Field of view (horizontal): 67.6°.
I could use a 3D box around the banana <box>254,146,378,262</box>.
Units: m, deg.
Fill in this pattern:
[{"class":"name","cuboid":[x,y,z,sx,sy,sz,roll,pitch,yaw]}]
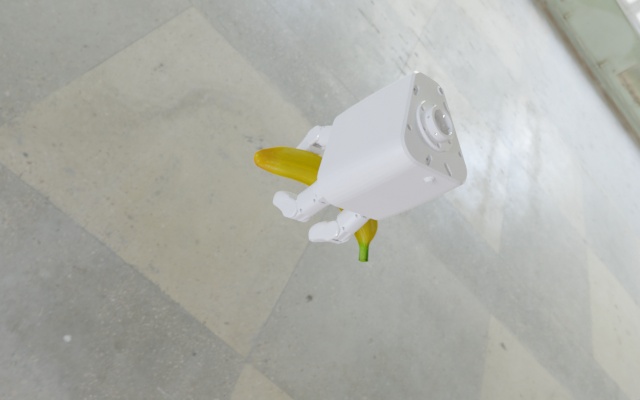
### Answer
[{"class":"banana","cuboid":[0.009,-0.010,0.562,0.198,0.069,0.037,43,-36,-24]}]
